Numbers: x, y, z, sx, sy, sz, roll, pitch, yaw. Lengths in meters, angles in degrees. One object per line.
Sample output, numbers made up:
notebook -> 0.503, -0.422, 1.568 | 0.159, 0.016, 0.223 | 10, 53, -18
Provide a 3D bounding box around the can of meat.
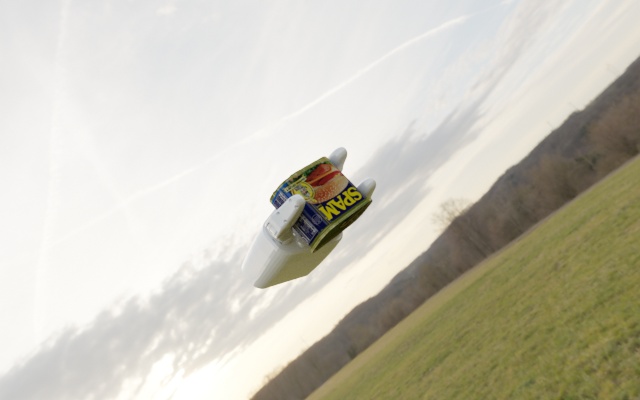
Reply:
can of meat -> 0.000, 0.002, 0.590 | 0.102, 0.084, 0.057 | -33, -16, -41
